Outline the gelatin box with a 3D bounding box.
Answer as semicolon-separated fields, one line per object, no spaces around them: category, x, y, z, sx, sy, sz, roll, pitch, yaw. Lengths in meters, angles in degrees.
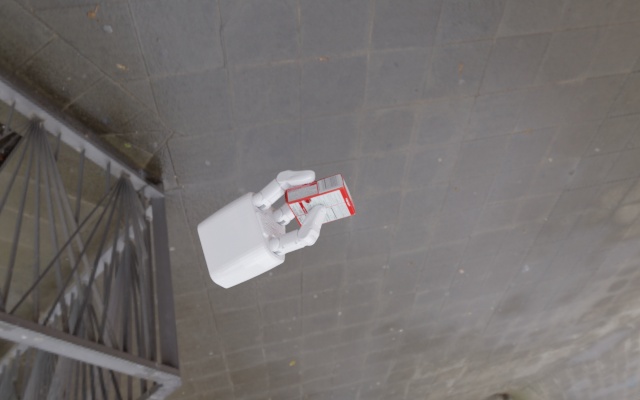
gelatin box;0.000;0.003;0.710;0.089;0.030;0.073;-16;-38;9
